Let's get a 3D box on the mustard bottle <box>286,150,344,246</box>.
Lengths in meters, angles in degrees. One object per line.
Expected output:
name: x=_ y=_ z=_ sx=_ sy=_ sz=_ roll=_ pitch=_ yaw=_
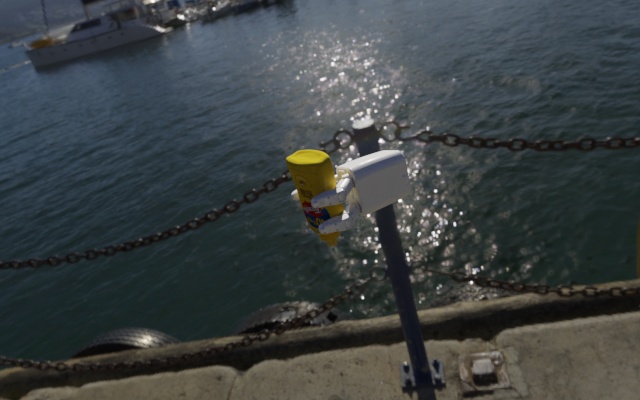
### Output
mustard bottle: x=0.000 y=0.003 z=0.888 sx=0.058 sy=0.192 sz=0.096 roll=-36 pitch=32 yaw=-32
